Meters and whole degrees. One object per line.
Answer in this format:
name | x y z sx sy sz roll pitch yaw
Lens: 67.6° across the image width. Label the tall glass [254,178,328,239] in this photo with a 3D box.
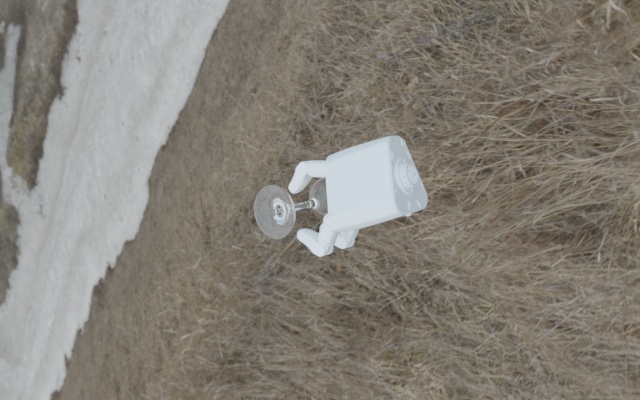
tall glass | 0.000 0.002 0.710 0.079 0.079 0.201 0 7 39
